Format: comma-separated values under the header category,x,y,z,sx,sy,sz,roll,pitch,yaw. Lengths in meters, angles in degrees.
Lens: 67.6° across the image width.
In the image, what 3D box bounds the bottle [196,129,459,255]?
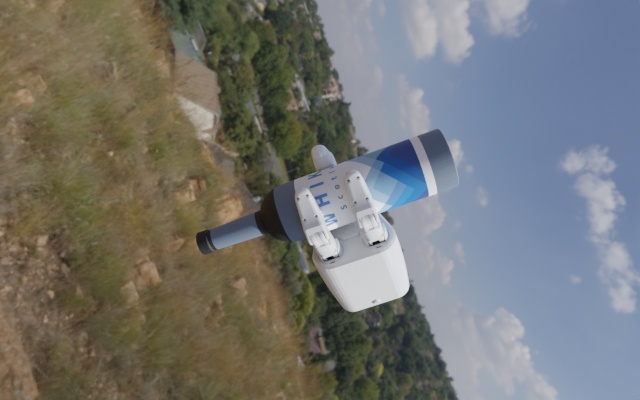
category,x,y,z,sx,sy,sz,roll,pitch,yaw
bottle,0.000,0.002,0.535,0.296,0.069,0.069,-19,-2,7
